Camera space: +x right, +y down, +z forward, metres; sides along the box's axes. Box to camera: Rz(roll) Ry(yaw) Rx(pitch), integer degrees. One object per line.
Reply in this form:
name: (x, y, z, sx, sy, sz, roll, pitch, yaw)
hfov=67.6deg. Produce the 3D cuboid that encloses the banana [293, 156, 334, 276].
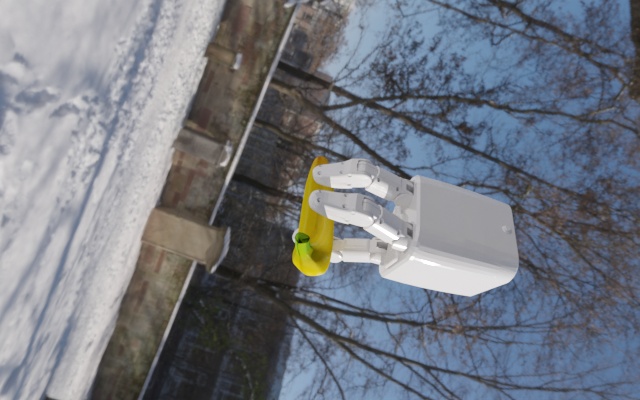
banana: (-0.003, 0.020, 0.482, 0.037, 0.070, 0.197, 9, 25, -1)
